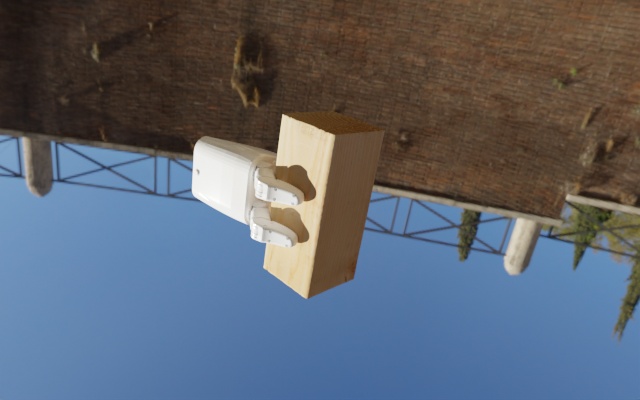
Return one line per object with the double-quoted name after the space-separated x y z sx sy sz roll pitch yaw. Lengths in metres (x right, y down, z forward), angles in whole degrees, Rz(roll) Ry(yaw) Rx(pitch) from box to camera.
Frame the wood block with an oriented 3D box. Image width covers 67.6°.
0.000 0.002 0.595 0.090 0.206 0.091 28 29 37 "wood block"
